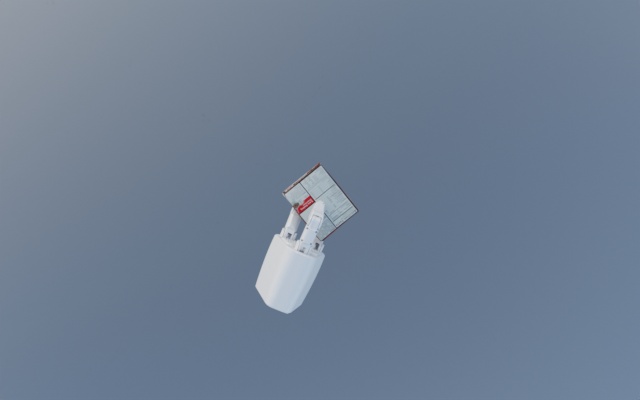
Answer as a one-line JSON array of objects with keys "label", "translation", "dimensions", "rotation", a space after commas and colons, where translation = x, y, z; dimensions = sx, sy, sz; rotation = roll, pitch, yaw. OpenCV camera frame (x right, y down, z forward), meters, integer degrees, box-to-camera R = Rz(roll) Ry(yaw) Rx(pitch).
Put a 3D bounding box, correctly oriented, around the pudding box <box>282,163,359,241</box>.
[{"label": "pudding box", "translation": [0.000, 0.003, 0.854], "dimensions": [0.090, 0.113, 0.039], "rotation": [-39, 7, 0]}]
